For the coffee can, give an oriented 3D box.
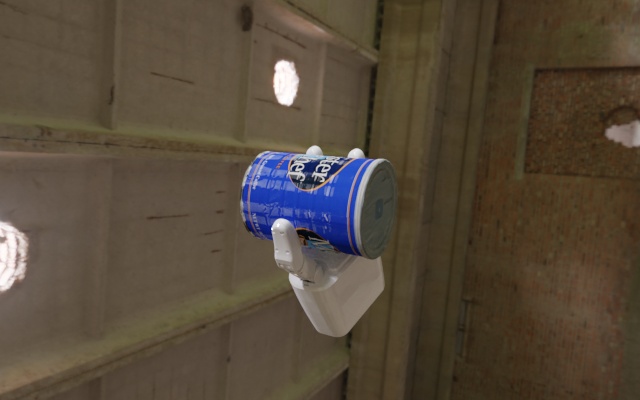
[{"bbox_3d":[0.000,0.002,0.516,0.140,0.103,0.103,7,3,28],"label":"coffee can"}]
